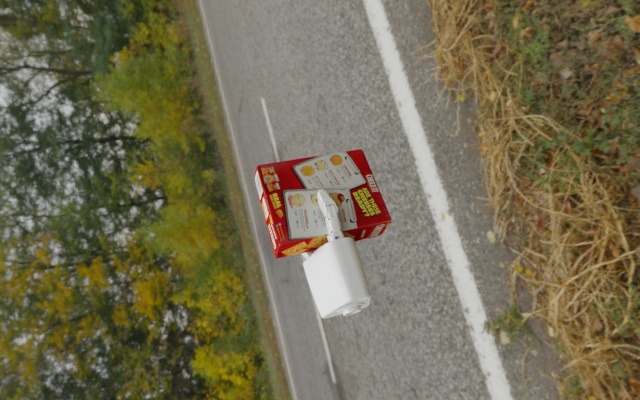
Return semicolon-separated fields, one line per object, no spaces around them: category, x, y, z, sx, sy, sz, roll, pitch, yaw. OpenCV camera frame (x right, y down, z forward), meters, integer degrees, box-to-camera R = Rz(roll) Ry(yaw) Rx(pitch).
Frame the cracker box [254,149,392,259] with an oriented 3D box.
cracker box;0.000;0.003;0.885;0.213;0.164;0.072;-11;-26;-18
